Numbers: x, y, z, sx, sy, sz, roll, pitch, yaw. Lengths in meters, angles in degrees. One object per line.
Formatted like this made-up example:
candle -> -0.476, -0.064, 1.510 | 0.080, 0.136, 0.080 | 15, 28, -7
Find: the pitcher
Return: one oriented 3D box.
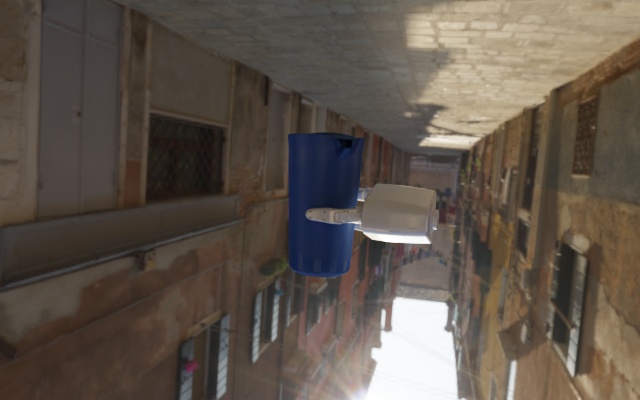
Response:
pitcher -> 0.000, 0.003, 0.840 | 0.145, 0.243, 0.149 | 5, 5, 18
